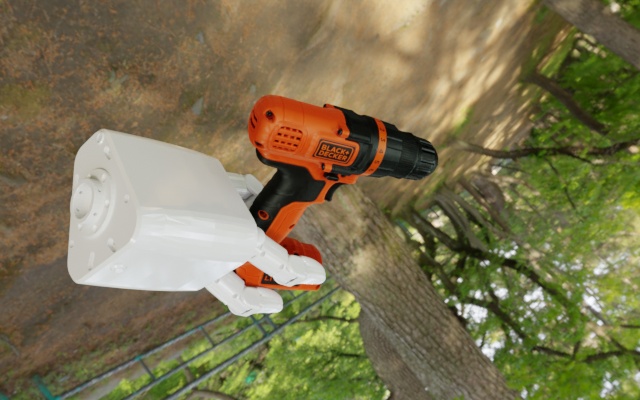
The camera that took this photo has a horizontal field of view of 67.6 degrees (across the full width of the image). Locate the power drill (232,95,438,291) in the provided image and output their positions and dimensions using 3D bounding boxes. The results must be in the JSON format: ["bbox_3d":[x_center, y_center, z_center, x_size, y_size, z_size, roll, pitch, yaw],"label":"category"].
[{"bbox_3d":[0.000,0.002,0.448,0.184,0.188,0.057,11,32,-27],"label":"power drill"}]
